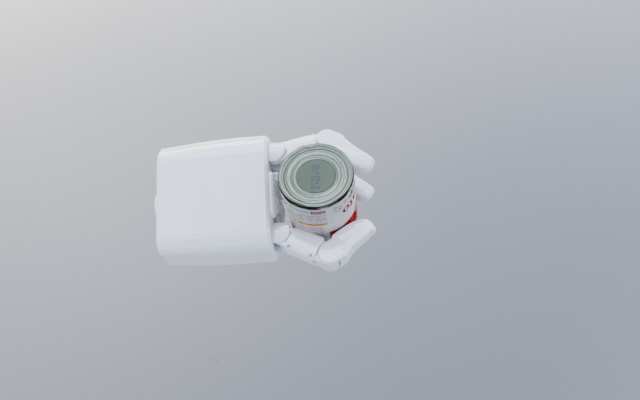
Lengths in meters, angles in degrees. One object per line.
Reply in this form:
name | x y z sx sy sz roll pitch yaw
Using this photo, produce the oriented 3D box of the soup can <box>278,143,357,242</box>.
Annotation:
soup can | 0.001 0.001 0.449 0.068 0.068 0.102 0 -29 6
